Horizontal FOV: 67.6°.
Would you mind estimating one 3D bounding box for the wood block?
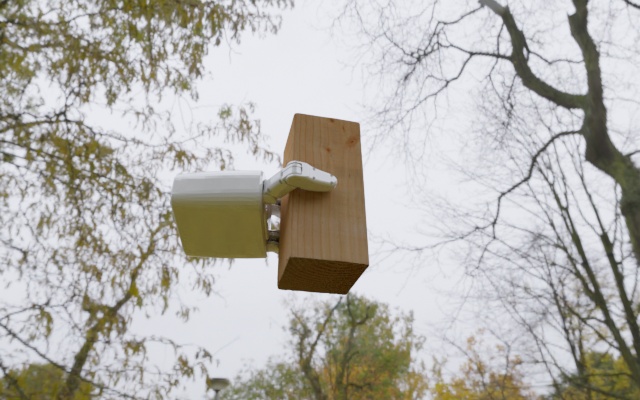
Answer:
[{"bbox_3d":[0.000,0.002,0.595,0.090,0.206,0.091,7,-33,-12],"label":"wood block"}]
